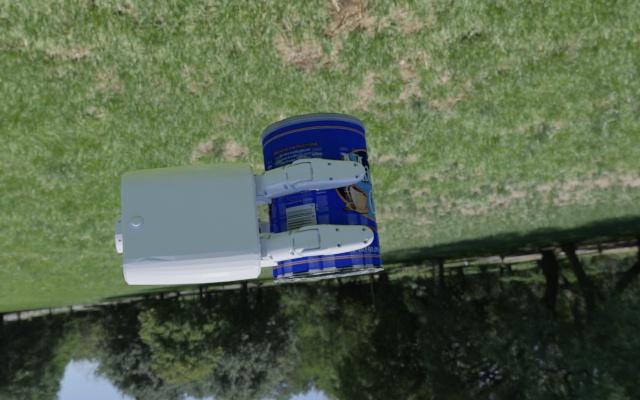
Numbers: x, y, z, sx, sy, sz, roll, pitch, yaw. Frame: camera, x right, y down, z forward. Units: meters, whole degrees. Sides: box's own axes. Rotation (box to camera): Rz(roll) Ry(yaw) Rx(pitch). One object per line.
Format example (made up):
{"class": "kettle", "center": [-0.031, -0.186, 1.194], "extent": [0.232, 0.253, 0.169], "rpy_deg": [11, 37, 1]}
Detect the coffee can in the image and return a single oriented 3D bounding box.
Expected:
{"class": "coffee can", "center": [0.000, 0.001, 0.454], "extent": [0.103, 0.140, 0.103], "rpy_deg": [-6, -12, -1]}
